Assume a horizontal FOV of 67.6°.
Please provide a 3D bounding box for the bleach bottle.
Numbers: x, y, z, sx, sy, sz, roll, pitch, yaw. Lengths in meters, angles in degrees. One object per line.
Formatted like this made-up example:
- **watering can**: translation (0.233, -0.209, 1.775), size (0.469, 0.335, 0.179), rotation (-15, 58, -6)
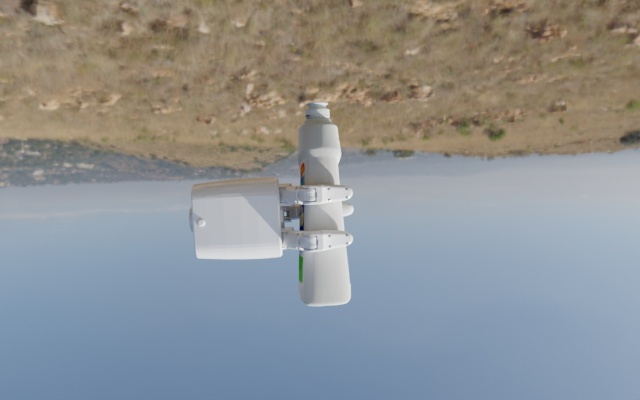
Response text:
- **bleach bottle**: translation (0.000, 0.002, 0.620), size (0.068, 0.251, 0.102), rotation (-3, 3, -5)
